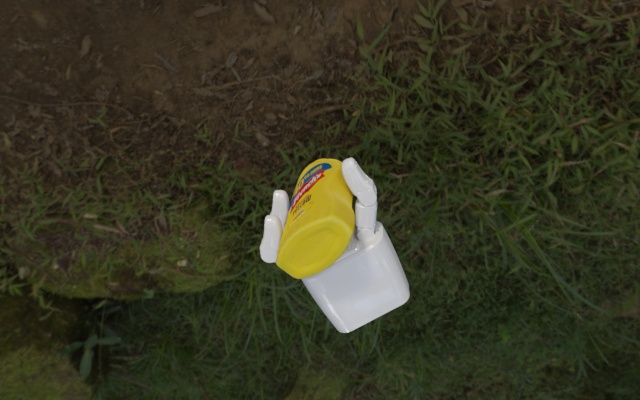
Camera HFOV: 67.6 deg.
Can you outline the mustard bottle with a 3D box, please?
[{"bbox_3d":[0.000,0.002,0.574,0.058,0.096,0.191,37,28,-17],"label":"mustard bottle"}]
